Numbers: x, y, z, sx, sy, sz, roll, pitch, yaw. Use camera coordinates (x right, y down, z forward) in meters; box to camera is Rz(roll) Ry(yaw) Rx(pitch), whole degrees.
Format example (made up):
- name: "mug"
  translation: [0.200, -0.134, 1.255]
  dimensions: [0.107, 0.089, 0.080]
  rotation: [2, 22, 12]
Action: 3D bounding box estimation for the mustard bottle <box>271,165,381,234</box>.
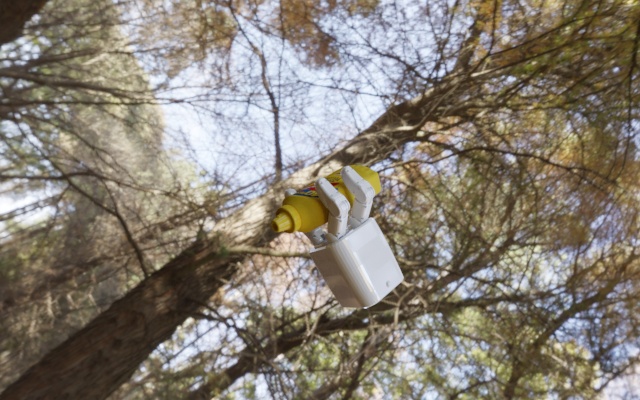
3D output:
- name: "mustard bottle"
  translation: [0.000, 0.002, 0.723]
  dimensions: [0.096, 0.058, 0.191]
  rotation: [6, 25, 44]
